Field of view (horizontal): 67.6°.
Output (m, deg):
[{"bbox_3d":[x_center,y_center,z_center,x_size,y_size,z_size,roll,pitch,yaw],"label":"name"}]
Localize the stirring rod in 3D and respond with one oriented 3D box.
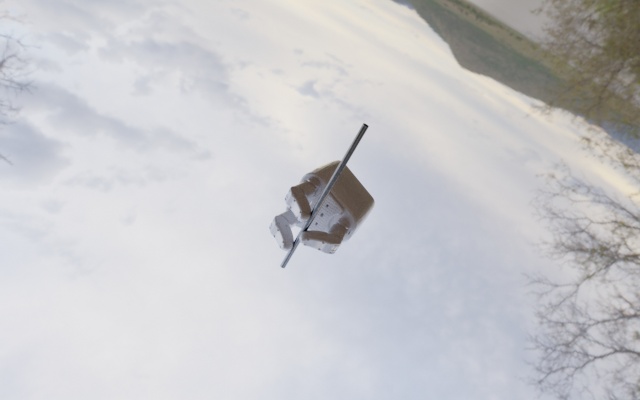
[{"bbox_3d":[0.000,0.002,0.624,0.011,0.240,0.011,23,29,-14],"label":"stirring rod"}]
